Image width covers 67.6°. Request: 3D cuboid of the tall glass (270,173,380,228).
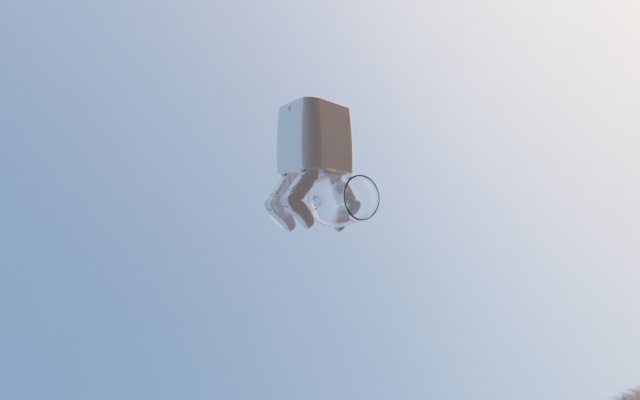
[{"bbox_3d":[0.000,0.003,0.718,0.079,0.079,0.201,0,-3,-34],"label":"tall glass"}]
